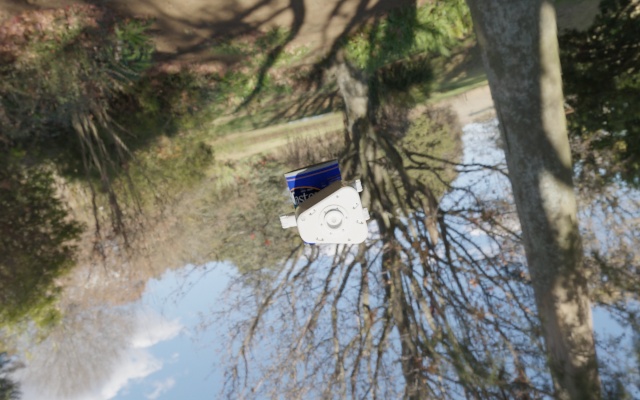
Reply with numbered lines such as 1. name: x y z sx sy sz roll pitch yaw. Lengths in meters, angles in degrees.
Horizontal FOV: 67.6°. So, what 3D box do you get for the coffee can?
1. coffee can: 0.000 0.003 0.897 0.103 0.140 0.103 -15 7 2
